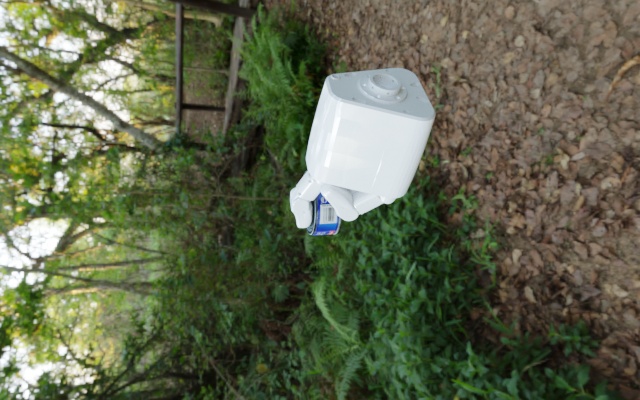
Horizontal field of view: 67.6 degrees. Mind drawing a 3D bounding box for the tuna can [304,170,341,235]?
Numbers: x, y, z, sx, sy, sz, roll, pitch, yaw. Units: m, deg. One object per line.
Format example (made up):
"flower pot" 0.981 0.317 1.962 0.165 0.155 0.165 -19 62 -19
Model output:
"tuna can" 0.000 0.002 0.612 0.034 0.086 0.086 -3 1 -13
